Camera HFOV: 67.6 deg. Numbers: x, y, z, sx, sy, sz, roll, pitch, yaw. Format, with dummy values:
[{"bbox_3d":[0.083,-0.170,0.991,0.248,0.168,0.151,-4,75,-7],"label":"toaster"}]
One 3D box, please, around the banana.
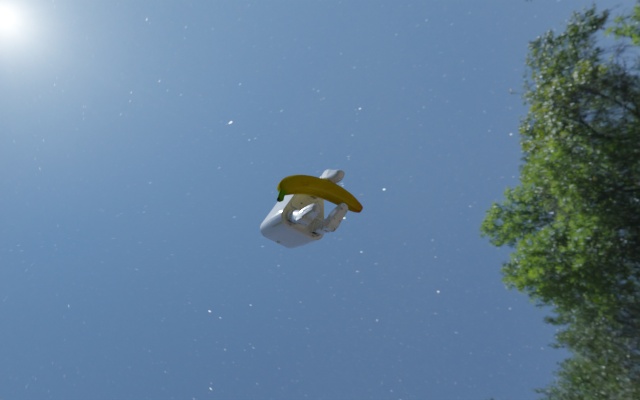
[{"bbox_3d":[-0.007,-0.014,0.881,0.198,0.069,0.037,7,-32,-37],"label":"banana"}]
